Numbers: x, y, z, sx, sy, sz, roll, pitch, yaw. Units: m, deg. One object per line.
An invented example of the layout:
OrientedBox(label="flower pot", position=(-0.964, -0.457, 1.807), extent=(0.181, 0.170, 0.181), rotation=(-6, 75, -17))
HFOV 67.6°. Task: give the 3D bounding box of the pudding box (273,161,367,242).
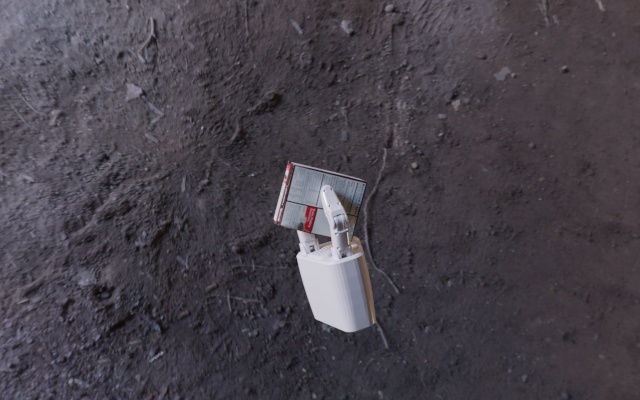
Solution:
OrientedBox(label="pudding box", position=(0.000, 0.002, 0.664), extent=(0.113, 0.090, 0.039), rotation=(13, 4, -19))
